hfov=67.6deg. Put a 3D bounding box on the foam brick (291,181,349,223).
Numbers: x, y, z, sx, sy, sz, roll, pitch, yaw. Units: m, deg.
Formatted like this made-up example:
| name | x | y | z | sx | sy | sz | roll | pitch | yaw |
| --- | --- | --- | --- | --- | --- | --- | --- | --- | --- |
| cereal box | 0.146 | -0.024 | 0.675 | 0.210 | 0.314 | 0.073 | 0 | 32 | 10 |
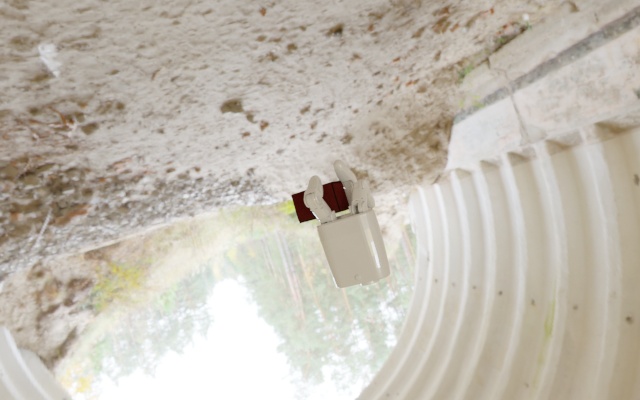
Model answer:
| name | x | y | z | sx | sy | sz | roll | pitch | yaw |
| --- | --- | --- | --- | --- | --- | --- | --- | --- | --- |
| foam brick | 0.000 | 0.003 | 0.797 | 0.078 | 0.051 | 0.053 | -17 | -2 | 23 |
